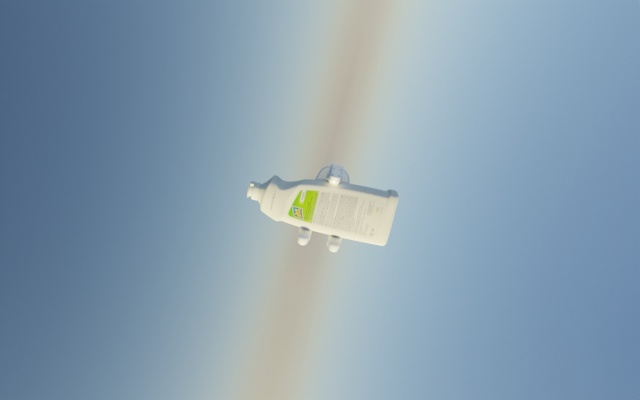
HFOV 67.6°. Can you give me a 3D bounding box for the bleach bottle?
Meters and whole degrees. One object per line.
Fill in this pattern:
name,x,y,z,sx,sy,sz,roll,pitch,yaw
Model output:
bleach bottle,0.000,0.003,0.829,0.251,0.102,0.068,14,4,0
